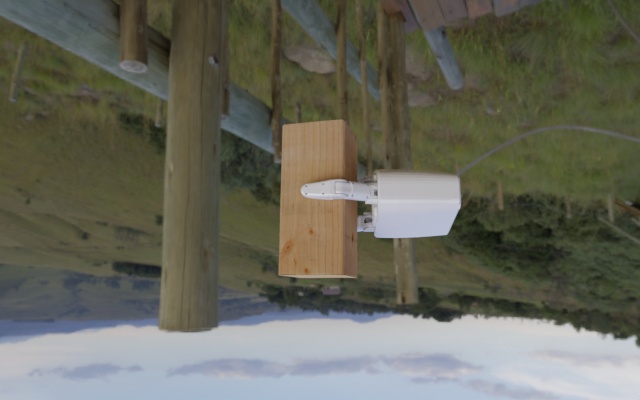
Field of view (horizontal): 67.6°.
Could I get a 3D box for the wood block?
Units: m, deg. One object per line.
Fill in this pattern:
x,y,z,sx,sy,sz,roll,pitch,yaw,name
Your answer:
0.000,0.002,0.666,0.090,0.206,0.091,-3,-12,15,wood block
